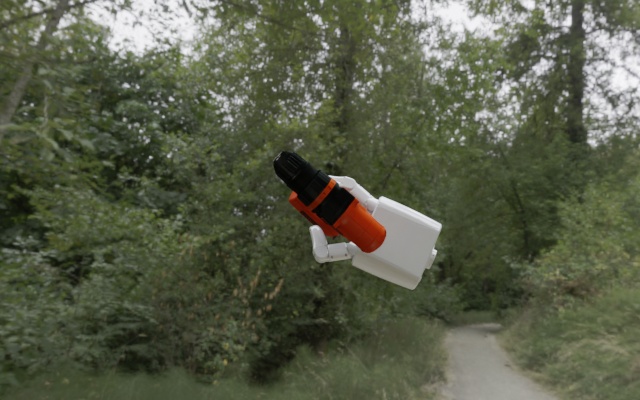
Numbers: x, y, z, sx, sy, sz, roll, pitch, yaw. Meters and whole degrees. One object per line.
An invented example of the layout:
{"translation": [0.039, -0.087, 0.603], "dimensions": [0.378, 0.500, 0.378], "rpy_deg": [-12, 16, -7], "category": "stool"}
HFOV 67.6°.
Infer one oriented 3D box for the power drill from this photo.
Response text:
{"translation": [0.000, 0.002, 0.707], "dimensions": [0.184, 0.057, 0.187], "rpy_deg": [42, -5, -6], "category": "power drill"}
